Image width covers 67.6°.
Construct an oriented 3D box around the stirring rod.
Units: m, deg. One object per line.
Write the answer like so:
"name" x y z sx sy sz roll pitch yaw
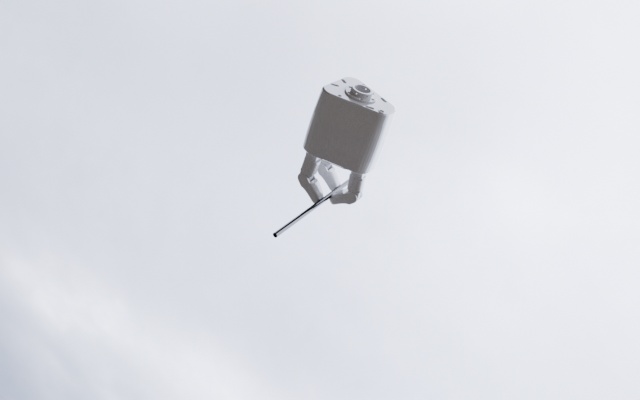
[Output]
"stirring rod" 0.000 0.003 0.776 0.011 0.011 0.239 0 23 37
